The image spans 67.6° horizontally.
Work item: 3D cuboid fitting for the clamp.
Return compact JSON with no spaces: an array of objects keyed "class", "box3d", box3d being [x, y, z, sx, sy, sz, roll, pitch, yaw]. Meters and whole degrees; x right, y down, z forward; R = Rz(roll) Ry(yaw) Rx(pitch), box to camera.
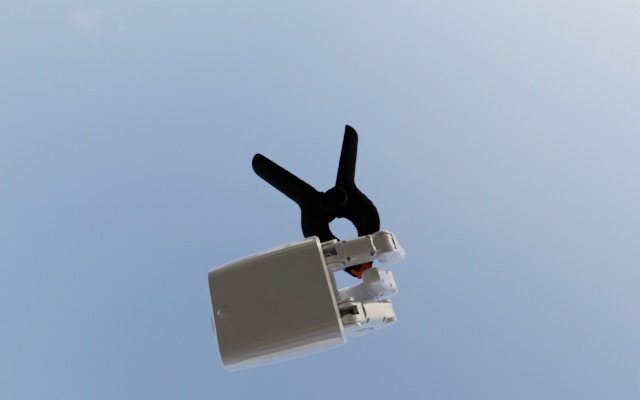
[{"class":"clamp","box3d":[0.000,0.002,0.489,0.120,0.171,0.039,-14,-29,-3]}]
